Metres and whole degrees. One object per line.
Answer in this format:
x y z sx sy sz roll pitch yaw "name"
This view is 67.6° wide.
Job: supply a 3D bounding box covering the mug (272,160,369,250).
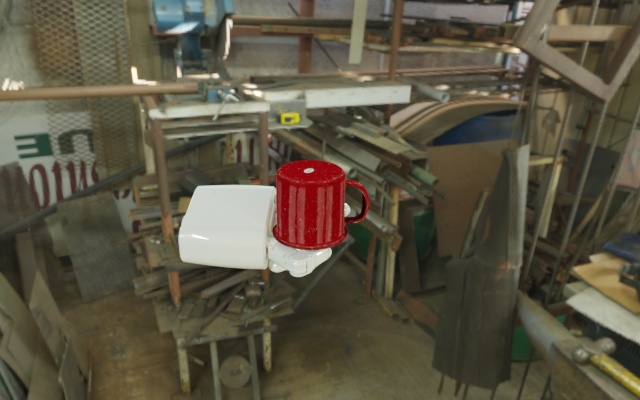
0.002 0.002 0.569 0.117 0.081 0.093 1 24 0 "mug"
